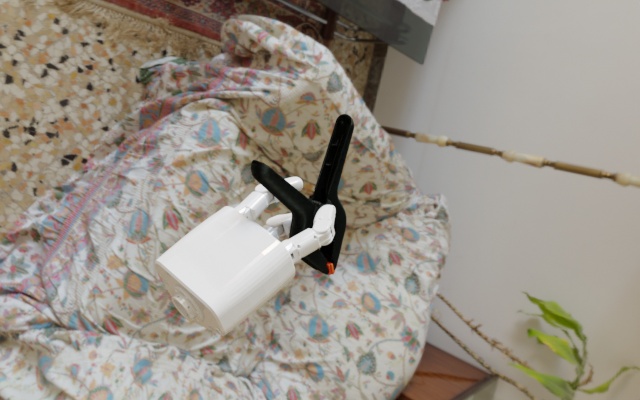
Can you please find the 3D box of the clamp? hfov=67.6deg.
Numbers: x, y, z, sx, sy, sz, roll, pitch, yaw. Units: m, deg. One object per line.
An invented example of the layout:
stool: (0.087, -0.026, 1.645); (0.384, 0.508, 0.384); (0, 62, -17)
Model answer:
clamp: (0.001, 0.003, 0.612); (0.036, 0.210, 0.164); (20, 47, 40)
